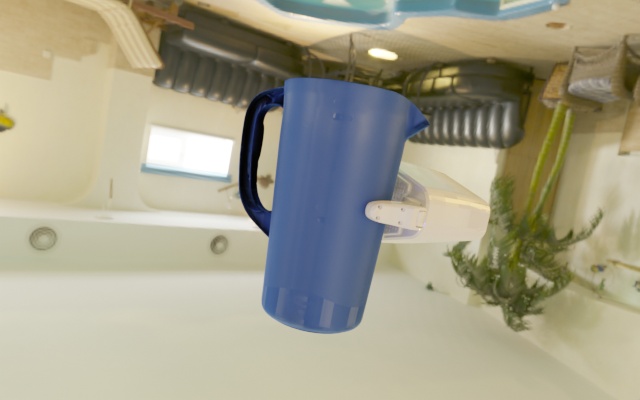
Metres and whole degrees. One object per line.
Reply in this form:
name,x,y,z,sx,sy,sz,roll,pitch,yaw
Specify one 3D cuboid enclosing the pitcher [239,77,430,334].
pitcher,0.000,0.002,0.493,0.145,0.243,0.149,7,6,-33
